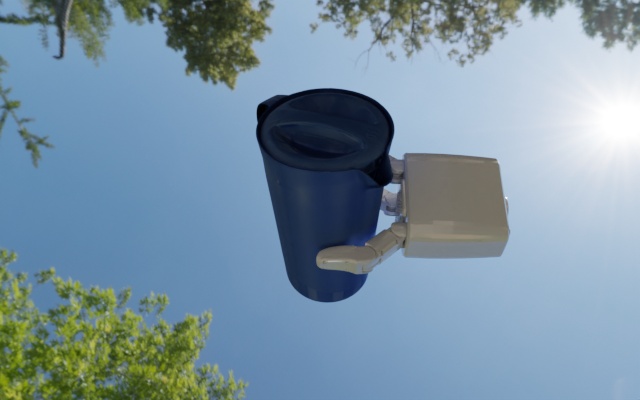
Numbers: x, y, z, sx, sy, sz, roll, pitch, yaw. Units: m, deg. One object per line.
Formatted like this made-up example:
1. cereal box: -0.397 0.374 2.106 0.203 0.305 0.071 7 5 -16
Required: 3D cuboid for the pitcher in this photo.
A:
1. pitcher: 0.000 0.002 0.545 0.145 0.149 0.243 1 -44 2
